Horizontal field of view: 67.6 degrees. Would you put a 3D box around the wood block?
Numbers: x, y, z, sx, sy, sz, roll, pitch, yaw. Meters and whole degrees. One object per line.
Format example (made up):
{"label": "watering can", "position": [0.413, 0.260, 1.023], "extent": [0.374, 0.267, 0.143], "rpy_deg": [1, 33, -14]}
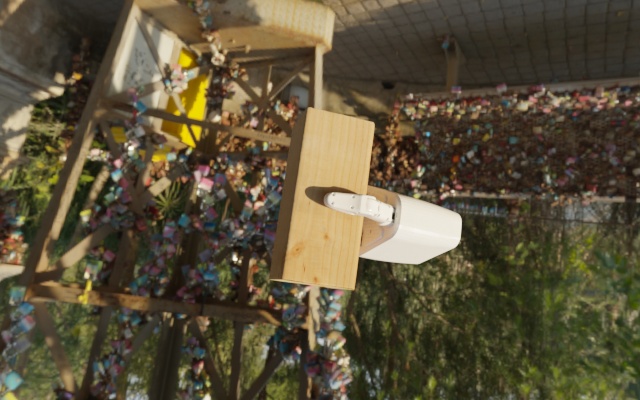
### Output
{"label": "wood block", "position": [0.001, 0.002, 0.599], "extent": [0.090, 0.206, 0.091], "rpy_deg": [11, -11, -14]}
